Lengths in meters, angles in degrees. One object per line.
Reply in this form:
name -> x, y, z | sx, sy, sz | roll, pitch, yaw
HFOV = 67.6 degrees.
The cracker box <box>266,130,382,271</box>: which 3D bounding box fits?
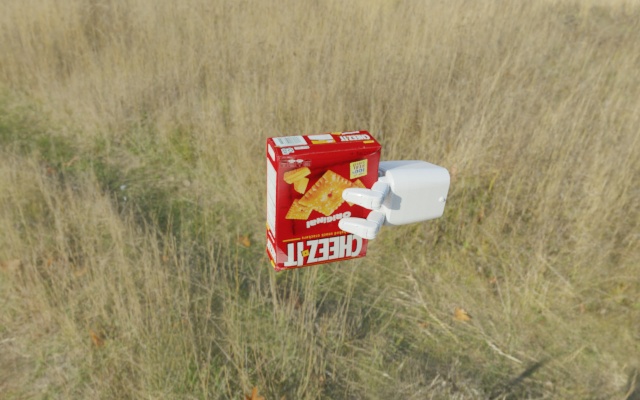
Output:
cracker box -> 0.000, 0.002, 0.762 | 0.164, 0.214, 0.072 | -7, 33, -17
